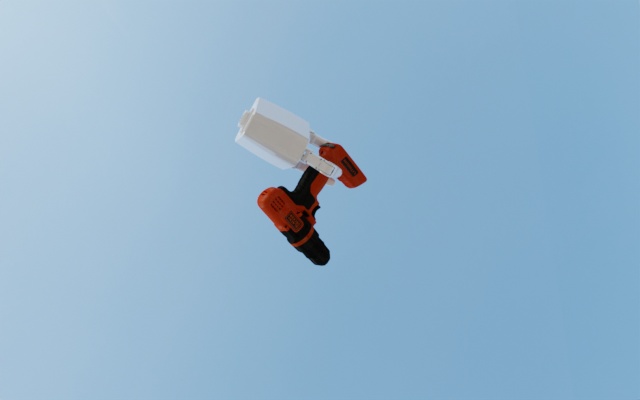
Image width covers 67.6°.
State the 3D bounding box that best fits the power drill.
[{"bbox_3d":[0.000,0.002,0.867,0.184,0.187,0.057,50,-21,-27],"label":"power drill"}]
